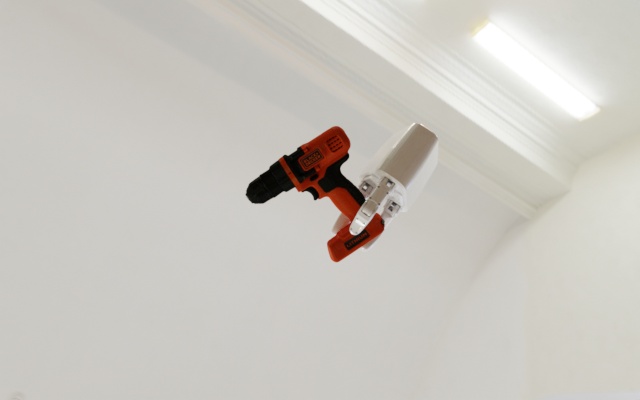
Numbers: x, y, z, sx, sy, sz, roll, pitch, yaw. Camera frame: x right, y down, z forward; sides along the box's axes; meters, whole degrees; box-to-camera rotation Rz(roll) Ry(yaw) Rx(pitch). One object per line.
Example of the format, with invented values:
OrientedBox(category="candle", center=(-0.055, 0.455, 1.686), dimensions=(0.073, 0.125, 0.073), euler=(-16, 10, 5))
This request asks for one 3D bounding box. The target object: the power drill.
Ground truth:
OrientedBox(category="power drill", center=(0.001, 0.003, 0.758), dimensions=(0.184, 0.188, 0.057), euler=(-33, 12, 3))
